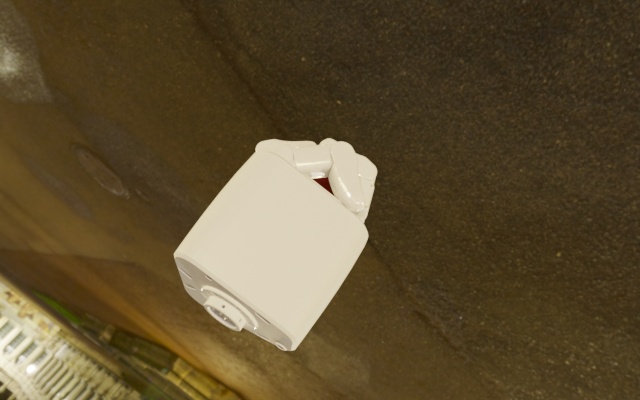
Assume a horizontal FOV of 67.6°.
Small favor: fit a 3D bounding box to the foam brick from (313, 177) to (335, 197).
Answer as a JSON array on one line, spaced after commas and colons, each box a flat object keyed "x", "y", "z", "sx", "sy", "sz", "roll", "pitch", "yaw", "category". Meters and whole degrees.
[{"x": 0.000, "y": 0.002, "z": 0.460, "sx": 0.053, "sy": 0.051, "sz": 0.078, "roll": 28, "pitch": -30, "yaw": 10, "category": "foam brick"}]
